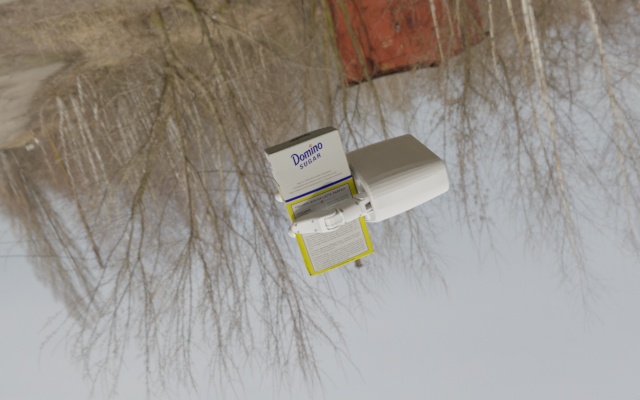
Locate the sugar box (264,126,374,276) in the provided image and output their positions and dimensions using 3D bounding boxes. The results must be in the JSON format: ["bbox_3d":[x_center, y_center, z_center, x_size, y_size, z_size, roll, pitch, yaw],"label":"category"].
[{"bbox_3d":[0.000,0.002,0.617,0.093,0.176,0.048,-21,19,-9],"label":"sugar box"}]
